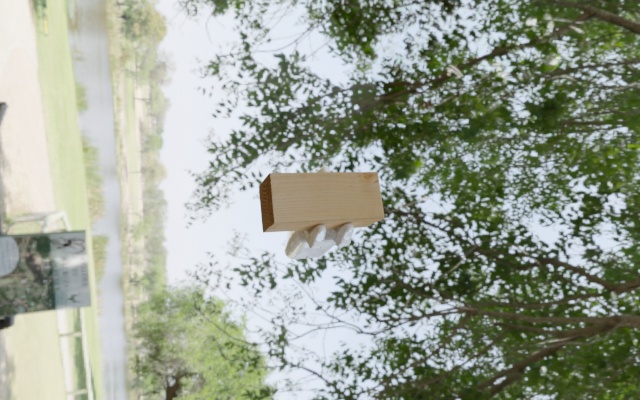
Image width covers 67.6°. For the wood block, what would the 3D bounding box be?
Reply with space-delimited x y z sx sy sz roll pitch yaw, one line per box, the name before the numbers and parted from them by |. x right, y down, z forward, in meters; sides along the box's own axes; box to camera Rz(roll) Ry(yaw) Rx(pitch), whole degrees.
wood block | 0.000 0.003 0.875 0.206 0.090 0.090 -2 -14 -21
